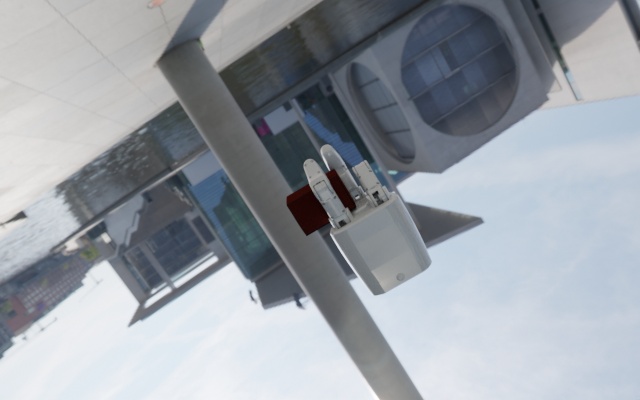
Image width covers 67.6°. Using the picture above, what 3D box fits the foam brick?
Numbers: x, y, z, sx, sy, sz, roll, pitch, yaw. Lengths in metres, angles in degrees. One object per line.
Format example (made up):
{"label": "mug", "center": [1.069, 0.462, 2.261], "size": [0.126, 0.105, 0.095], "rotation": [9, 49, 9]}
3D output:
{"label": "foam brick", "center": [0.000, 0.002, 0.634], "size": [0.078, 0.051, 0.053], "rotation": [-30, 13, 5]}
